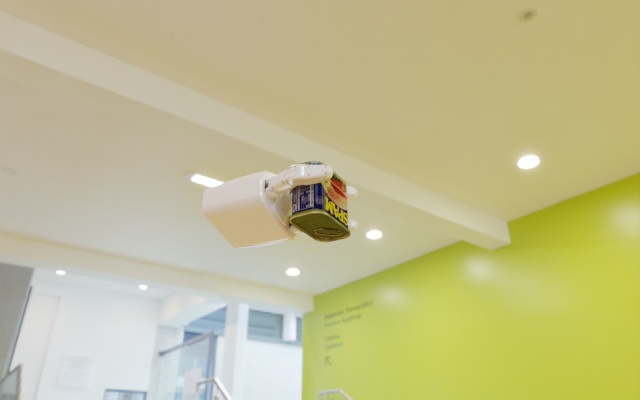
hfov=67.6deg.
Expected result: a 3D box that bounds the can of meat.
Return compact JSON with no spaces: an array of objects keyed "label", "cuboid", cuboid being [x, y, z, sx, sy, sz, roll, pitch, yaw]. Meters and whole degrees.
[{"label":"can of meat","cuboid":[0.000,0.002,0.680,0.057,0.084,0.102,-15,-30,25]}]
